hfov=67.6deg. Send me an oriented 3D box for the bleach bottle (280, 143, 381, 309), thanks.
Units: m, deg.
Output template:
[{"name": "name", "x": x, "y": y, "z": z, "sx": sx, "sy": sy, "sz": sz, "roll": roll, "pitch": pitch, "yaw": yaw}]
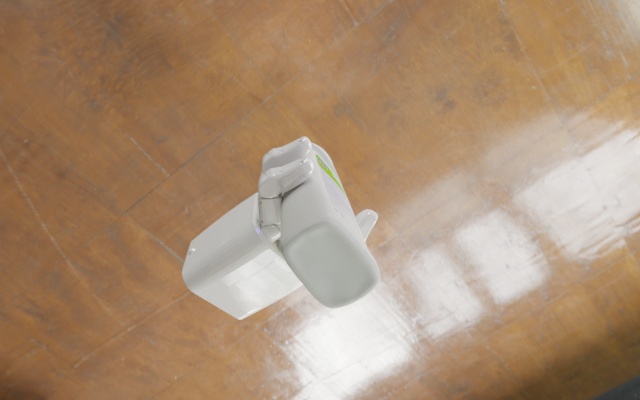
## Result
[{"name": "bleach bottle", "x": 0.000, "y": 0.002, "z": 0.539, "sx": 0.068, "sy": 0.103, "sz": 0.250, "roll": -32, "pitch": 25, "yaw": 12}]
